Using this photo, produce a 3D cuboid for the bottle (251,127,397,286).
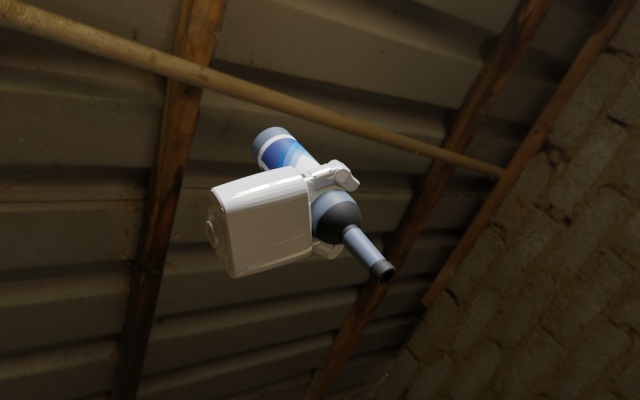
[{"bbox_3d":[0.000,0.002,0.630,0.069,0.069,0.295,0,35,-38],"label":"bottle"}]
